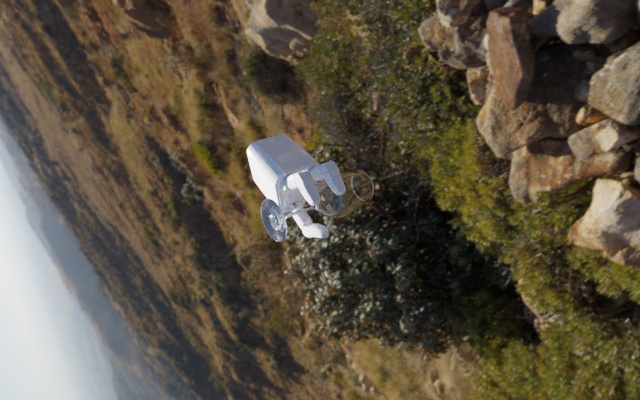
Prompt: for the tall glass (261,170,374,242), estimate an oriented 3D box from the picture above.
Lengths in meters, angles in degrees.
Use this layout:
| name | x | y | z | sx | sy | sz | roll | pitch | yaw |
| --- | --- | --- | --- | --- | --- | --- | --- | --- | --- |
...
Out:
| name | x | y | z | sx | sy | sz | roll | pitch | yaw |
| --- | --- | --- | --- | --- | --- | --- | --- | --- | --- |
| tall glass | 0.000 | 0.003 | 0.830 | 0.201 | 0.079 | 0.079 | -21 | 12 | -33 |
